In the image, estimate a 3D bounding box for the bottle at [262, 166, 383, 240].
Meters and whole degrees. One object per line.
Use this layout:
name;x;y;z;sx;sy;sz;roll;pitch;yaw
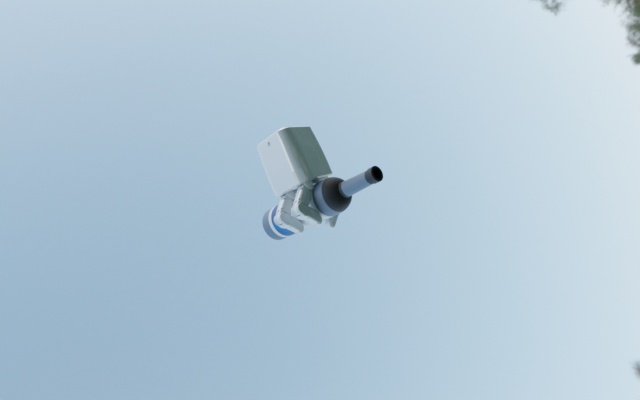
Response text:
bottle;0.000;0.003;0.870;0.069;0.069;0.296;0;-18;-41
